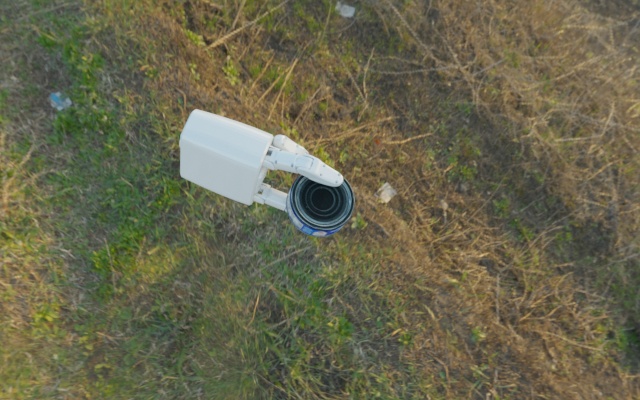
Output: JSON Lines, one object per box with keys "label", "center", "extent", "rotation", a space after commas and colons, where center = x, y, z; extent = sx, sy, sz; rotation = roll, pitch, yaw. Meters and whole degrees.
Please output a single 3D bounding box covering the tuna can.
{"label": "tuna can", "center": [0.000, 0.002, 0.615], "extent": [0.086, 0.086, 0.034], "rotation": [0, -18, -13]}
